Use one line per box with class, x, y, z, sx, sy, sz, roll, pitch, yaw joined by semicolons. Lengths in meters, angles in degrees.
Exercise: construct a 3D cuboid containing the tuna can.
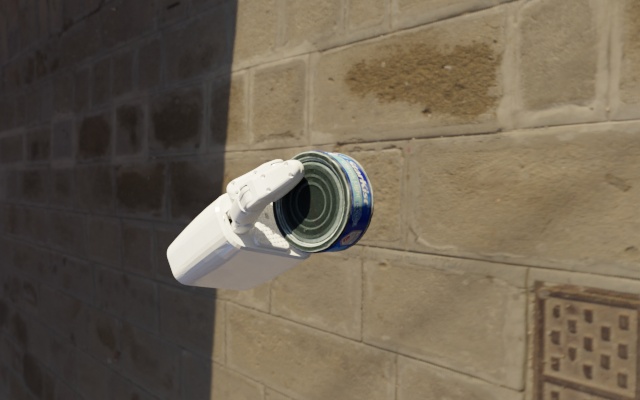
tuna can;0.000;0.001;0.400;0.086;0.086;0.034;0;-1;39
